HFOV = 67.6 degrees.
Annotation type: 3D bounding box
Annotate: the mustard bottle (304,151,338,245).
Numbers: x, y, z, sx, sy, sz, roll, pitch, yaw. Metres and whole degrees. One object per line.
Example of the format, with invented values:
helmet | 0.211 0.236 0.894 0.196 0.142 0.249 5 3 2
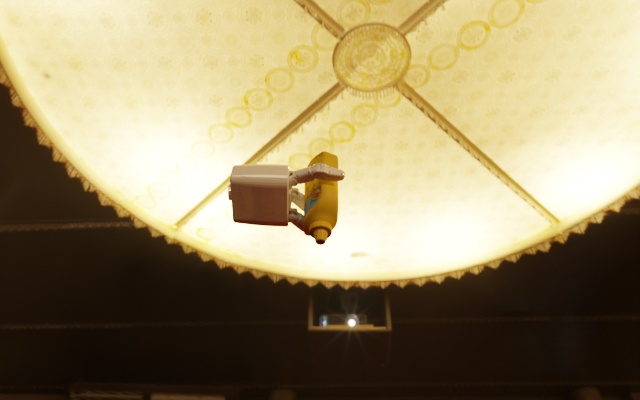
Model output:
mustard bottle | 0.000 0.003 0.890 0.058 0.191 0.096 19 -47 -18
